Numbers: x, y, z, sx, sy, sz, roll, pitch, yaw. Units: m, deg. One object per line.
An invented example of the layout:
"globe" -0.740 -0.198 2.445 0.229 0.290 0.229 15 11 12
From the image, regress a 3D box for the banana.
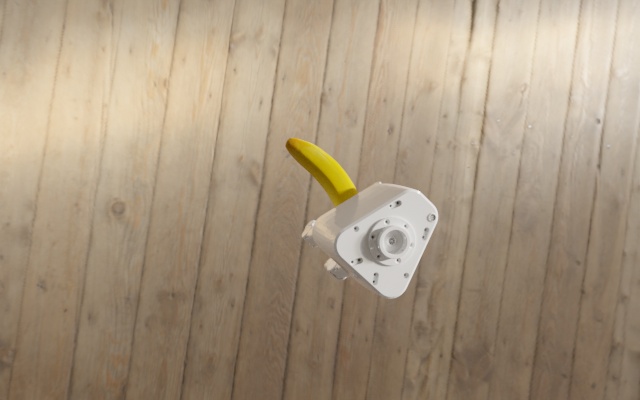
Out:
"banana" 0.018 -0.002 0.651 0.069 0.198 0.037 -22 9 -7
